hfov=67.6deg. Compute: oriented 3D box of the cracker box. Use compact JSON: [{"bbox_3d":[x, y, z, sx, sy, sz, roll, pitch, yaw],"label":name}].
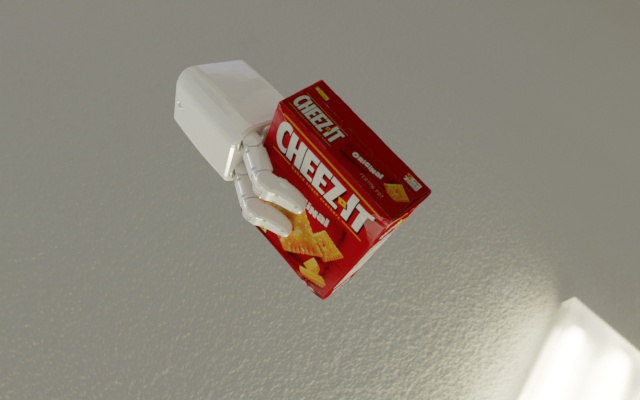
[{"bbox_3d":[0.000,0.002,0.542,0.072,0.164,0.214,-35,-14,-33],"label":"cracker box"}]
